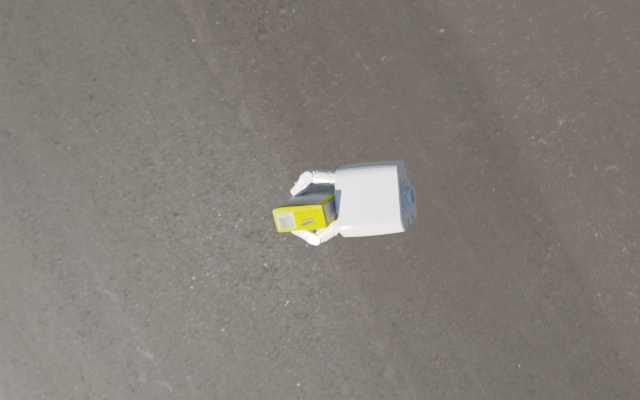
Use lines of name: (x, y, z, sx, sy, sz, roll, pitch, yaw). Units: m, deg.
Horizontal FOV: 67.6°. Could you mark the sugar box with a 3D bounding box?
sugar box: (0.000, 0.003, 0.832, 0.093, 0.048, 0.176, -5, 14, 27)
